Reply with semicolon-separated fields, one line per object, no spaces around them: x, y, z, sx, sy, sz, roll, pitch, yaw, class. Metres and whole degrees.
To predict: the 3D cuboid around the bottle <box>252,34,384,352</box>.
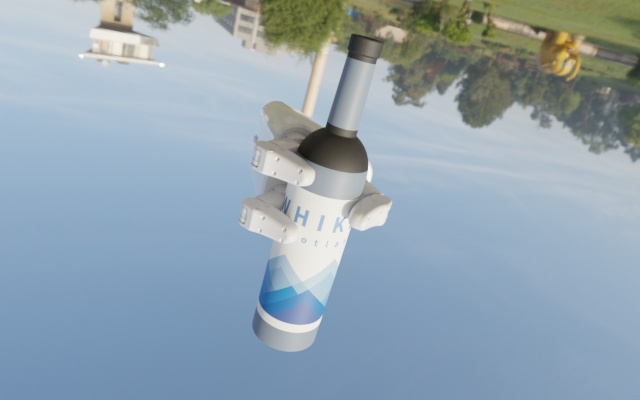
0.000;0.002;0.436;0.069;0.296;0.069;14;22;-6;bottle
